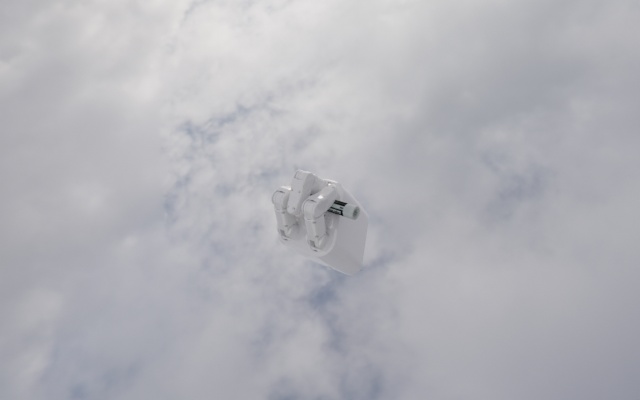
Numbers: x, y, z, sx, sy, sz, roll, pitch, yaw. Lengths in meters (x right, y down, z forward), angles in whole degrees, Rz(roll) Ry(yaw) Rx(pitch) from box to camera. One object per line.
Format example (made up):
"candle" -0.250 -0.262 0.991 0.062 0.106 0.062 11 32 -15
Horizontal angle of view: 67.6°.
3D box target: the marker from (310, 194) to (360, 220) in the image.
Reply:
"marker" 0.000 0.002 0.659 0.121 0.020 0.020 17 10 36
